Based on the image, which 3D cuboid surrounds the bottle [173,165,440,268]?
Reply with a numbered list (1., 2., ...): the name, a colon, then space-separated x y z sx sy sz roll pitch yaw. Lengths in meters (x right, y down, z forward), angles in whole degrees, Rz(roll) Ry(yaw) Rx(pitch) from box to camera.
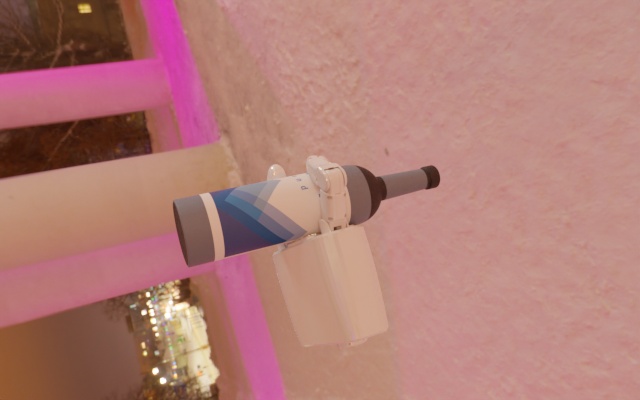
1. bottle: 0.000 0.002 0.509 0.295 0.069 0.069 -13 5 -22
